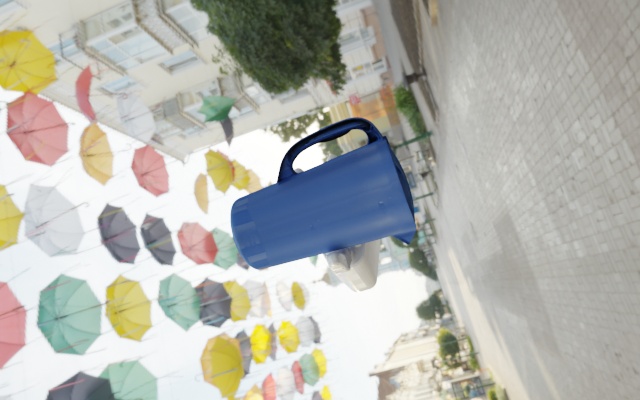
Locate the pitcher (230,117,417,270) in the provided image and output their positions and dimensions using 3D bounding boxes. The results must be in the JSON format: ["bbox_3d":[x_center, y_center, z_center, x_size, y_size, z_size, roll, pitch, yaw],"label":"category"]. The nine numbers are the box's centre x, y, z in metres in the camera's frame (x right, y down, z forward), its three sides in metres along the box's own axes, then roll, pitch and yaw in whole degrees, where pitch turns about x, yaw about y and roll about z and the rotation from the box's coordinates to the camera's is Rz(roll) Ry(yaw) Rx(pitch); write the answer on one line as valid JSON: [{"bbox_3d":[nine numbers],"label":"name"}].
[{"bbox_3d":[0.000,0.002,0.660,0.243,0.149,0.145,-19,-35,11],"label":"pitcher"}]
